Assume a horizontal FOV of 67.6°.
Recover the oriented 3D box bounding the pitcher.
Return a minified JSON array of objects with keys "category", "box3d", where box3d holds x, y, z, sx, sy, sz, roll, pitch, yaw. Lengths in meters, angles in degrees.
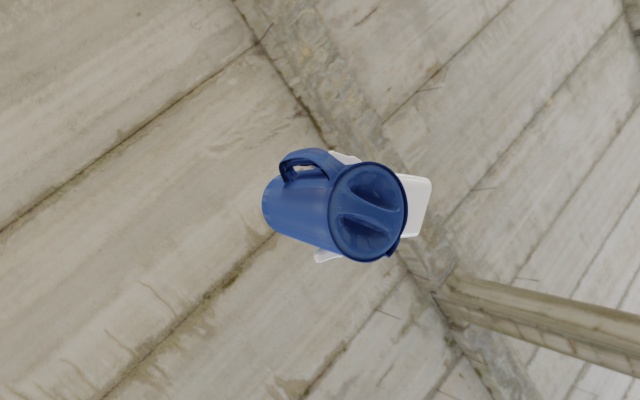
[{"category":"pitcher","box3d":[0.000,0.002,0.718,0.145,0.149,0.243,0,3,-32]}]
